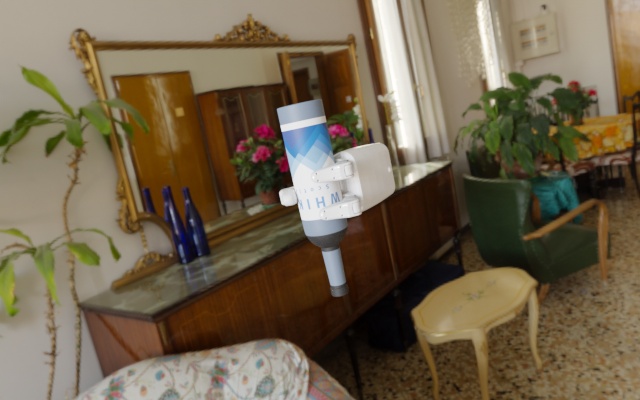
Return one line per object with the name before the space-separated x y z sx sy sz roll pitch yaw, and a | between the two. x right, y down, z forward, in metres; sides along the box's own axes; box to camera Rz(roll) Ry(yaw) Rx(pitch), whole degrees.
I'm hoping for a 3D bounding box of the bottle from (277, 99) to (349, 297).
bottle | 0.000 0.002 0.715 0.069 0.296 0.069 -12 10 2
